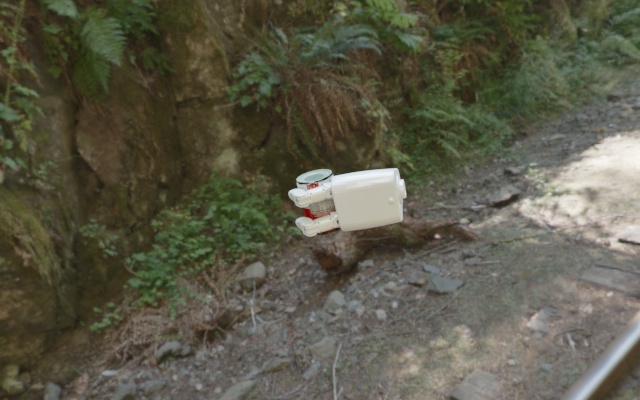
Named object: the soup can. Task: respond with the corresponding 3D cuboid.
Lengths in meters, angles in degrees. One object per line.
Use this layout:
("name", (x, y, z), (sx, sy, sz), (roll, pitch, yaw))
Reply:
("soup can", (0.000, 0.003, 0.855), (0.068, 0.102, 0.068), (-12, 20, 4))
